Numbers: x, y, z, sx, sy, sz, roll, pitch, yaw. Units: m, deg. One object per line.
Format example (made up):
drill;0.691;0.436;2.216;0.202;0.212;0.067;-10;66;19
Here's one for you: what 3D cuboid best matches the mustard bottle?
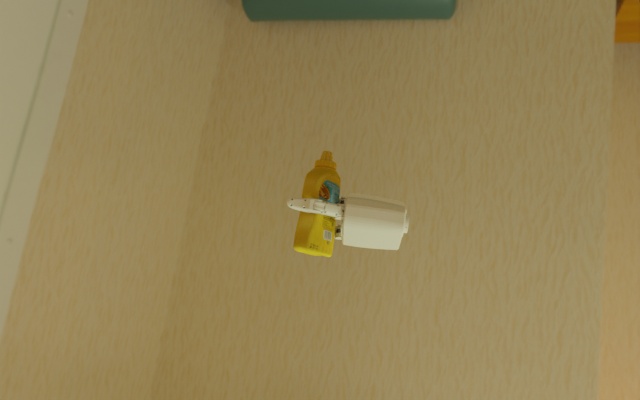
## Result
mustard bottle;0.000;0.003;0.872;0.058;0.191;0.096;3;-12;30
